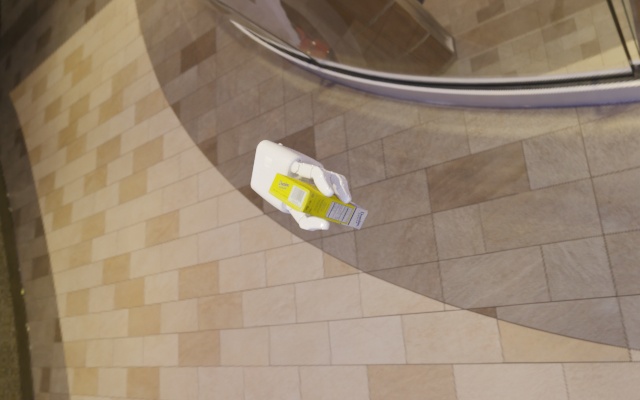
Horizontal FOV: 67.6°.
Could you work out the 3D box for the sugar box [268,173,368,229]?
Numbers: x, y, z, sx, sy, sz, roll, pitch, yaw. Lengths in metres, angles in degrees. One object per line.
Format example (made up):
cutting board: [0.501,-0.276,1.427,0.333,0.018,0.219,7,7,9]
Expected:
sugar box: [0.000,0.002,0.870,0.093,0.048,0.176,31,11,40]
